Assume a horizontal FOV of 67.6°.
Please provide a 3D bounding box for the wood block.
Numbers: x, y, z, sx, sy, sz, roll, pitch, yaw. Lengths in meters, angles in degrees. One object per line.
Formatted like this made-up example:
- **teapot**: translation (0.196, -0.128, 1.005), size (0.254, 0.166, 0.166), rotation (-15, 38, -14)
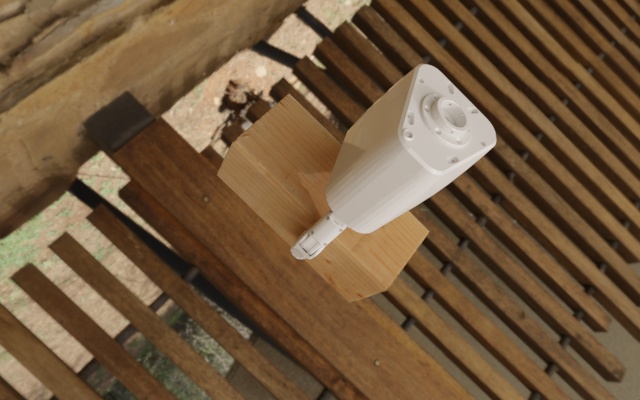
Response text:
- **wood block**: translation (0.000, 0.002, 0.514), size (0.090, 0.206, 0.090), rotation (-47, 3, -29)
